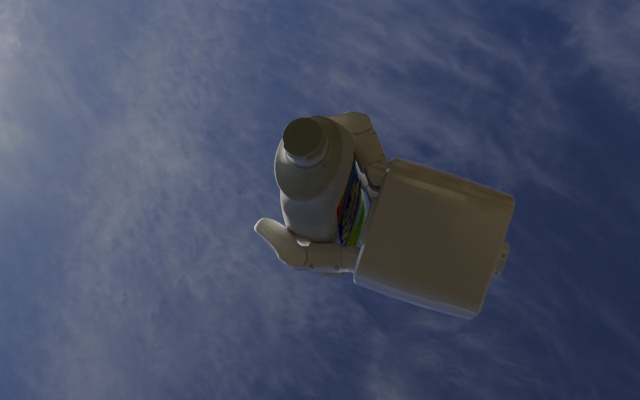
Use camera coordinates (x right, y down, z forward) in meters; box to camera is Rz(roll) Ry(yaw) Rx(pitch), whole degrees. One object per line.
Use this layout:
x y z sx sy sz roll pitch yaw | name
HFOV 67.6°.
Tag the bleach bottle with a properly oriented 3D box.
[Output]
0.000 0.001 0.438 0.068 0.102 0.251 17 -14 12 | bleach bottle
